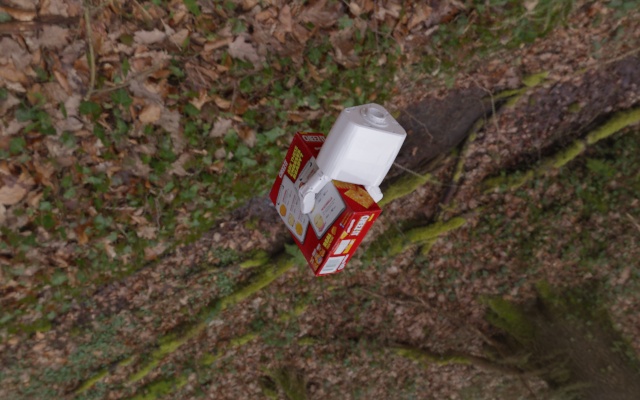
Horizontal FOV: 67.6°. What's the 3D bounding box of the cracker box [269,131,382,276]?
[{"bbox_3d":[0.000,0.003,0.874,0.072,0.164,0.213,-3,46,-36],"label":"cracker box"}]
